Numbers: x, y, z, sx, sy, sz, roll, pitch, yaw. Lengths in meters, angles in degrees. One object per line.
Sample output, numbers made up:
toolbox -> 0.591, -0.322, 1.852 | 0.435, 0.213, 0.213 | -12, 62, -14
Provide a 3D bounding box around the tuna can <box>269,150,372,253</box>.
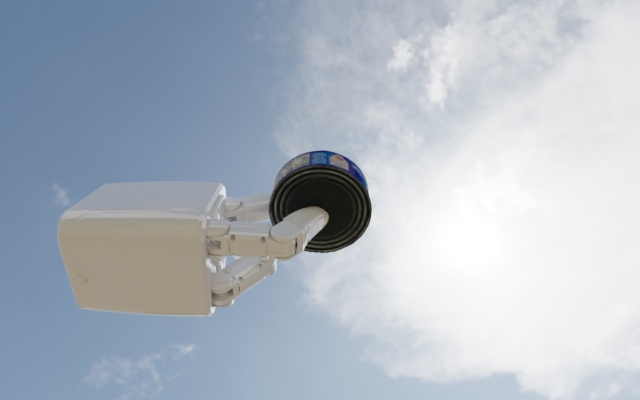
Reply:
tuna can -> 0.000, 0.001, 0.409 | 0.086, 0.086, 0.033 | 0, 31, 1
